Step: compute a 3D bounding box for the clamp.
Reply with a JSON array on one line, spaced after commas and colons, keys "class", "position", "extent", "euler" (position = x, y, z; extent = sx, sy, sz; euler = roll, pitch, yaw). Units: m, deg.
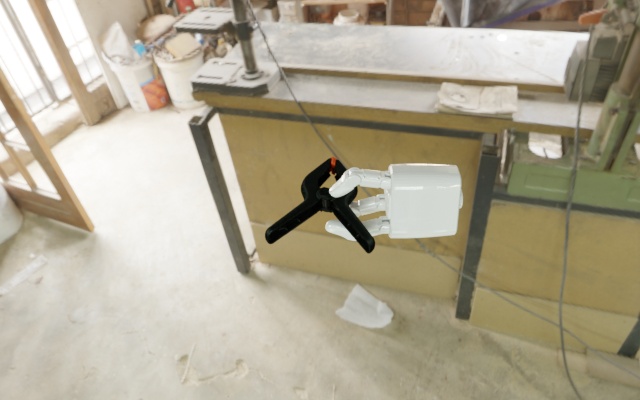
[{"class": "clamp", "position": [0.000, 0.002, 0.772], "extent": [0.164, 0.036, 0.209], "euler": [1, 42, 0]}]
